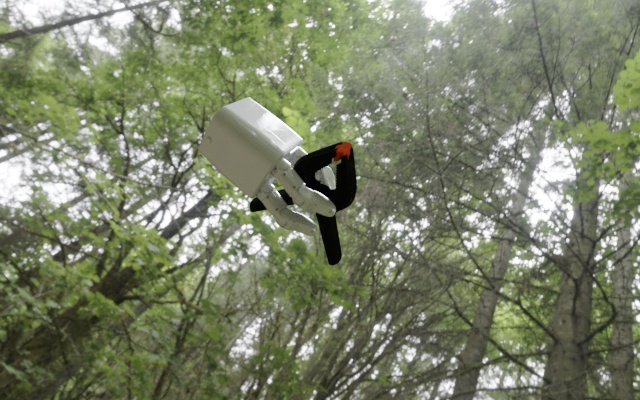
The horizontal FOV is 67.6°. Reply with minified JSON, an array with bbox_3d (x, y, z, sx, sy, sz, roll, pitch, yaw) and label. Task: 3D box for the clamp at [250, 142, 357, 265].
[{"bbox_3d":[0.001,0.001,0.680,0.210,0.164,0.036,-49,4,44],"label":"clamp"}]
